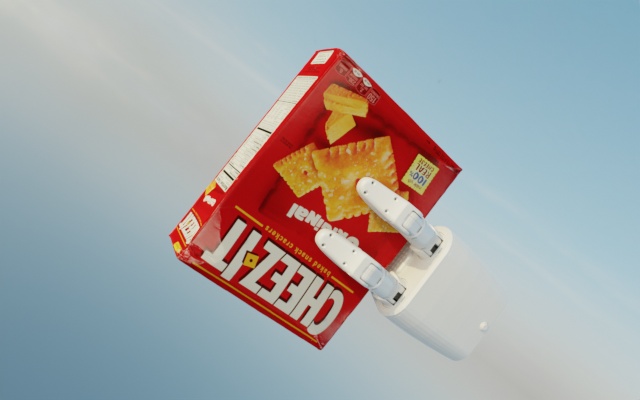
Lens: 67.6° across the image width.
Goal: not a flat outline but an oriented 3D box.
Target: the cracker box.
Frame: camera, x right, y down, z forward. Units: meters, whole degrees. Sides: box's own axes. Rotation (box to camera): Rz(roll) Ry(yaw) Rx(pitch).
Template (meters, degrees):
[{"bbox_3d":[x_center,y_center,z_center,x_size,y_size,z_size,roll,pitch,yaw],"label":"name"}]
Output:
[{"bbox_3d":[0.000,0.001,0.427,0.164,0.213,0.072,39,-3,-25],"label":"cracker box"}]
